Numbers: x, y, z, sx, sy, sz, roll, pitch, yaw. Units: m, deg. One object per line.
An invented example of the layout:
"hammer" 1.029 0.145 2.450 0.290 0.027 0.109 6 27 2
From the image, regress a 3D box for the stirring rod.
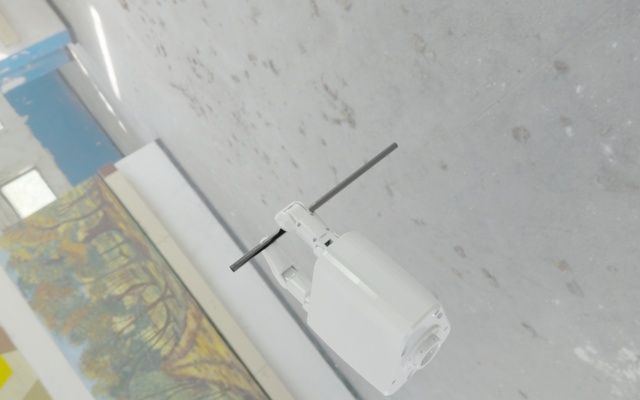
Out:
"stirring rod" 0.000 0.002 0.523 0.239 0.011 0.011 -37 15 -22
